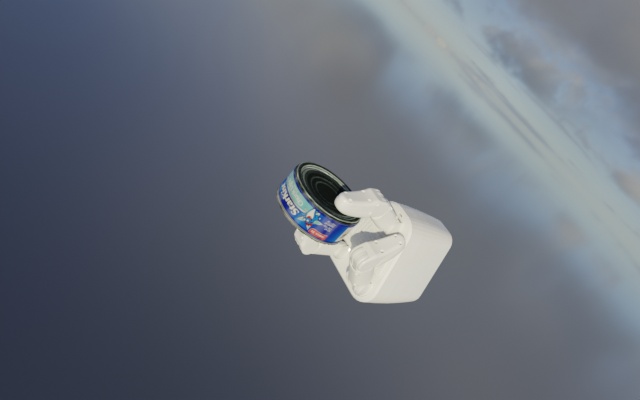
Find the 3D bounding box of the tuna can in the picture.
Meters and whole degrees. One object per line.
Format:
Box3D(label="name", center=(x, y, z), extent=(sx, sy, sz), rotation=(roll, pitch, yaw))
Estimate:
Box3D(label="tuna can", center=(0.000, 0.001, 0.483), extent=(0.034, 0.086, 0.086), rotation=(-47, -26, 27))
